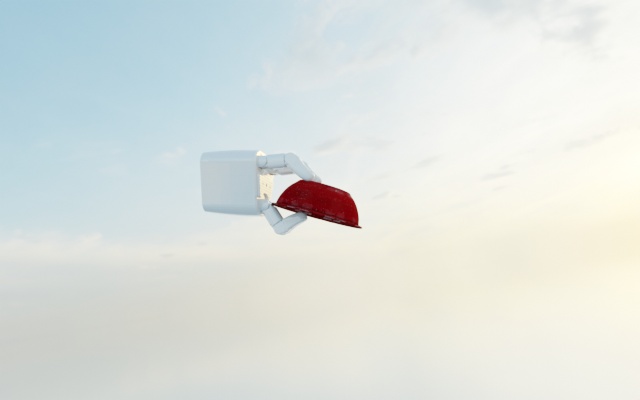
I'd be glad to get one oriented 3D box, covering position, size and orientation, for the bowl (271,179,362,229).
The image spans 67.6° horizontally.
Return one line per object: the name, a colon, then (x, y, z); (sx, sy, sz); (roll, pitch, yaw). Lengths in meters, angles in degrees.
bowl: (0.002, 0.003, 0.820); (0.162, 0.055, 0.162); (16, -4, 1)
